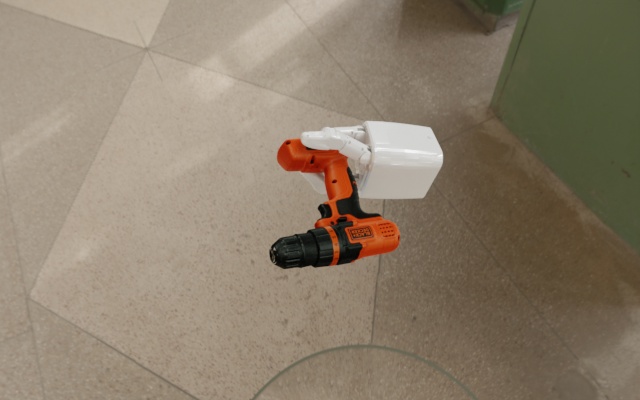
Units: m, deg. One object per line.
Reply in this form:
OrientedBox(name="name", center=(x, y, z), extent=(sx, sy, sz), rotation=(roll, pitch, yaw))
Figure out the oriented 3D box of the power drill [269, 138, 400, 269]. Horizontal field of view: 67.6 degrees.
OrientedBox(name="power drill", center=(0.000, 0.002, 0.657), extent=(0.184, 0.187, 0.057), rotation=(-6, -29, -27))
